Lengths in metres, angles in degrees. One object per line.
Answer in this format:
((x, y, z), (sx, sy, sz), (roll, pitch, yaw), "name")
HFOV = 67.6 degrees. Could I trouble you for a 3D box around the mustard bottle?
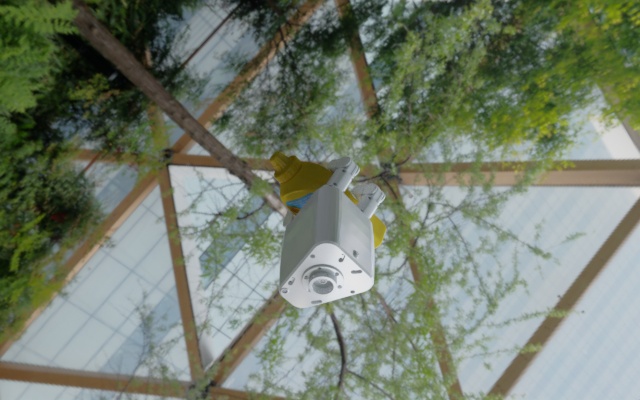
((0.000, 0.002, 0.671), (0.096, 0.058, 0.192), (-18, -53, 46), "mustard bottle")
